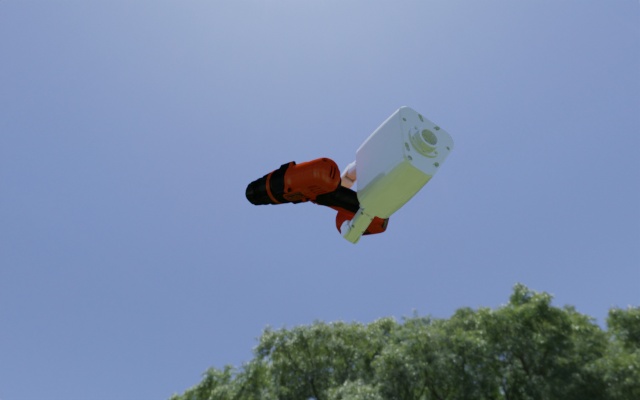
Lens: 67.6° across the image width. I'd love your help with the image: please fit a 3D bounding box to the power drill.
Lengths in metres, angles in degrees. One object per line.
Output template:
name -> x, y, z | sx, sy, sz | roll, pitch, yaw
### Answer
power drill -> 0.001, 0.002, 0.729 | 0.188, 0.057, 0.184 | 25, -24, -38
